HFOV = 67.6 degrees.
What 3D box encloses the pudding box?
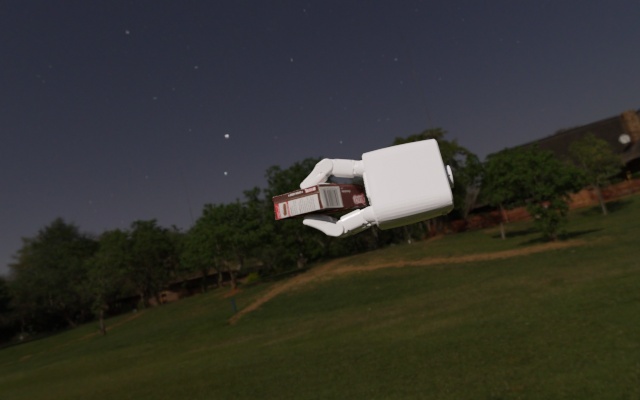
[{"bbox_3d":[0.000,0.002,0.703,0.090,0.039,0.113,-15,-10,37],"label":"pudding box"}]
